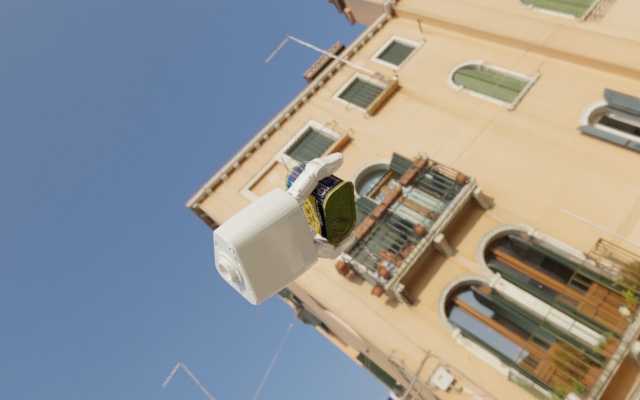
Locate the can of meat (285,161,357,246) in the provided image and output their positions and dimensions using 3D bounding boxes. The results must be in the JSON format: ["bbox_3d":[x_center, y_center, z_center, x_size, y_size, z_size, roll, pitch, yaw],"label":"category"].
[{"bbox_3d":[0.000,0.002,0.683,0.084,0.102,0.057,31,56,34],"label":"can of meat"}]
